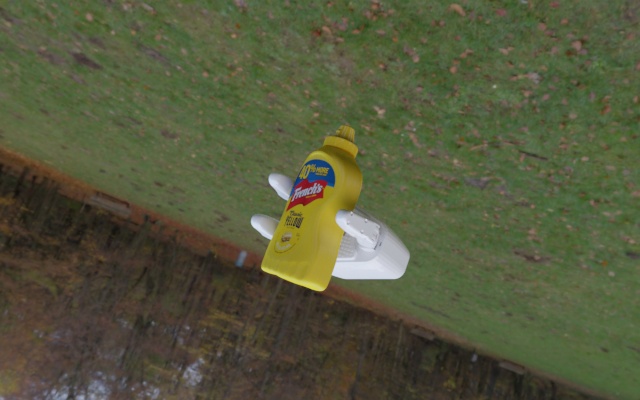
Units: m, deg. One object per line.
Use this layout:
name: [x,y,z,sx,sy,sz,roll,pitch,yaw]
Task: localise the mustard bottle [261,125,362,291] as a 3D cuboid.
mustard bottle: [0.000,0.002,0.549,0.058,0.191,0.096,28,-13,-32]
